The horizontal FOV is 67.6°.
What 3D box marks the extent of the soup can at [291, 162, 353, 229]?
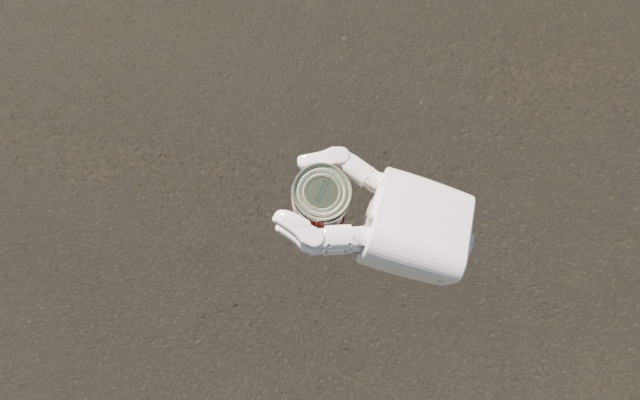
[{"bbox_3d":[0.000,0.001,0.554,0.068,0.068,0.102,0,-13,-2],"label":"soup can"}]
